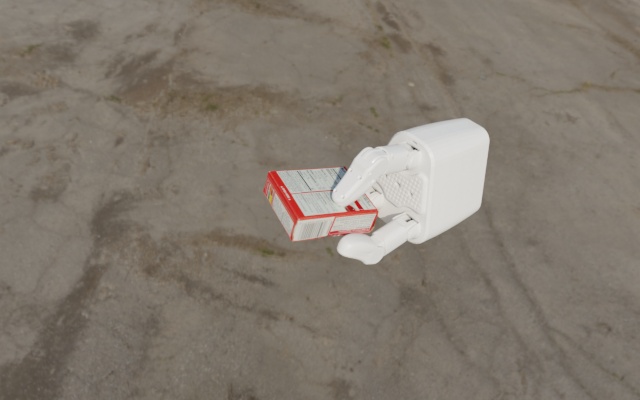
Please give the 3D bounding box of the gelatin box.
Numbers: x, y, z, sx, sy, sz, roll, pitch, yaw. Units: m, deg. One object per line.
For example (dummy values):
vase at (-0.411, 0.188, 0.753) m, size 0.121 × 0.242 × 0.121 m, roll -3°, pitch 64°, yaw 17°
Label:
gelatin box at (0.000, 0.001, 0.456) m, size 0.089 × 0.030 × 0.073 m, roll -5°, pitch 41°, yaw -29°
